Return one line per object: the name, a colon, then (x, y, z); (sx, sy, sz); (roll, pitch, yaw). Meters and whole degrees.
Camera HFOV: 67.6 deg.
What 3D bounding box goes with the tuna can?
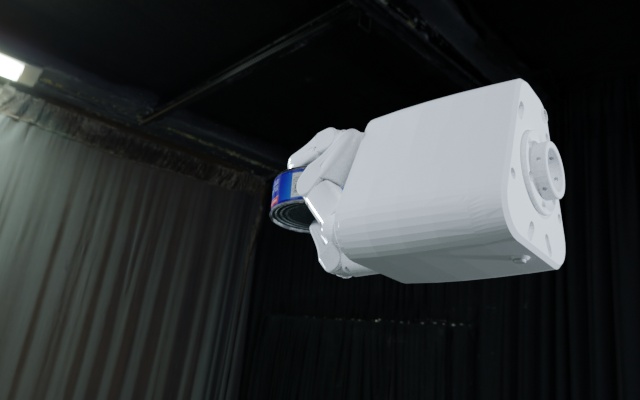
tuna can: (0.000, 0.001, 0.414); (0.086, 0.033, 0.086); (3, -21, 1)
